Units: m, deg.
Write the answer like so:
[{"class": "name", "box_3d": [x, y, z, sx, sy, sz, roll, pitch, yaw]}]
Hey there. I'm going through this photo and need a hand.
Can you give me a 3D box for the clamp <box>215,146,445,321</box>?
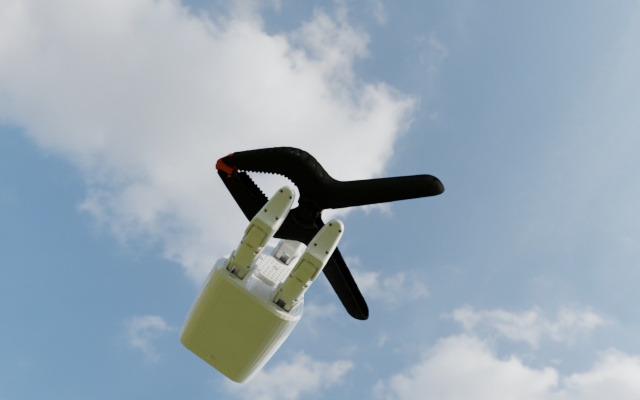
[{"class": "clamp", "box_3d": [0.000, 0.001, 0.461, 0.210, 0.164, 0.036, 34, 21, 2]}]
